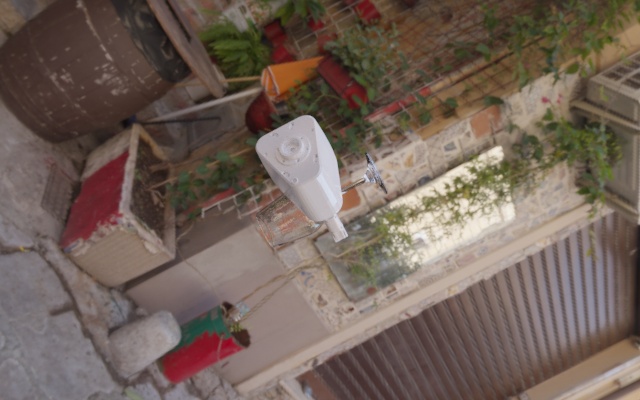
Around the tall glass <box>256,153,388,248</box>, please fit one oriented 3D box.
[{"bbox_3d":[0.001,0.002,0.756,0.201,0.079,0.079,-28,-1,2],"label":"tall glass"}]
